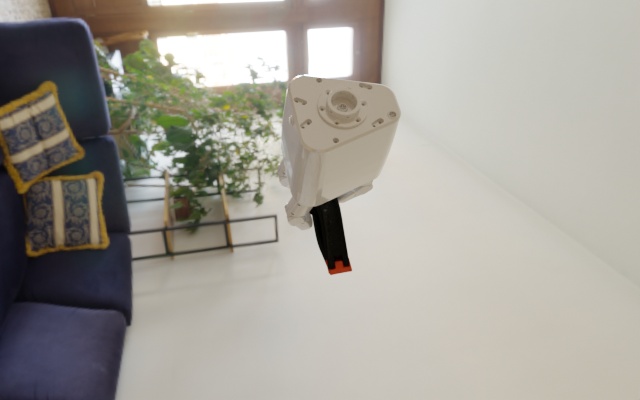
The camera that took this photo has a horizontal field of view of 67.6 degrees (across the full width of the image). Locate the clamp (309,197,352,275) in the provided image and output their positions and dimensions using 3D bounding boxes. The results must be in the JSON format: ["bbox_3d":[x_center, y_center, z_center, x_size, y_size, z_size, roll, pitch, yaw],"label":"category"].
[{"bbox_3d":[0.001,0.002,0.621,0.036,0.210,0.165,-10,-25,-8],"label":"clamp"}]
